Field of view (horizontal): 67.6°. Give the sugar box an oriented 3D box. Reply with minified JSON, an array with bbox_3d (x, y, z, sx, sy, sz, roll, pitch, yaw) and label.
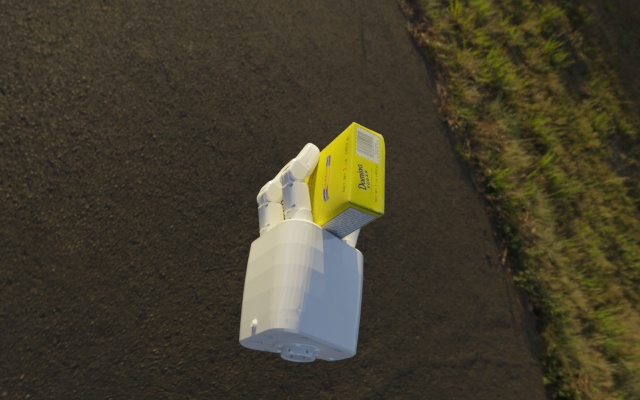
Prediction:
[{"bbox_3d":[0.000,0.002,0.515,0.048,0.093,0.176,22,-34,-26],"label":"sugar box"}]
